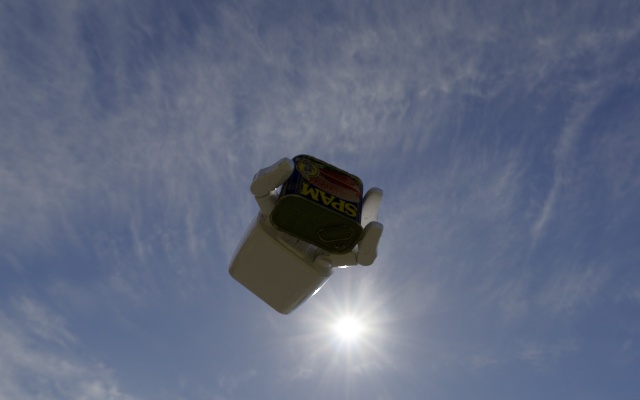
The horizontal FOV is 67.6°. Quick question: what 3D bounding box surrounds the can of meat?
[{"bbox_3d":[0.000,0.002,0.550,0.102,0.084,0.057,24,-51,-13],"label":"can of meat"}]
